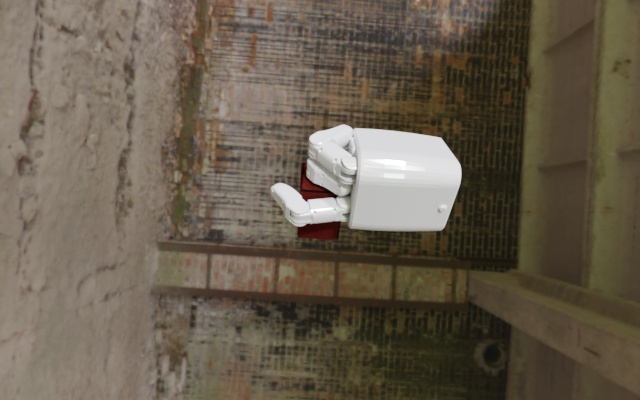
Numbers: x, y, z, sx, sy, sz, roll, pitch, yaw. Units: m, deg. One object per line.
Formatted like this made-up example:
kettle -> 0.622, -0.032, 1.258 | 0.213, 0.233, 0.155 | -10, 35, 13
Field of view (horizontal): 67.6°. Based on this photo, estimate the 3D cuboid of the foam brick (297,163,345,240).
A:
foam brick -> 0.000, 0.002, 0.567 | 0.051, 0.078, 0.053 | 4, 43, -3
